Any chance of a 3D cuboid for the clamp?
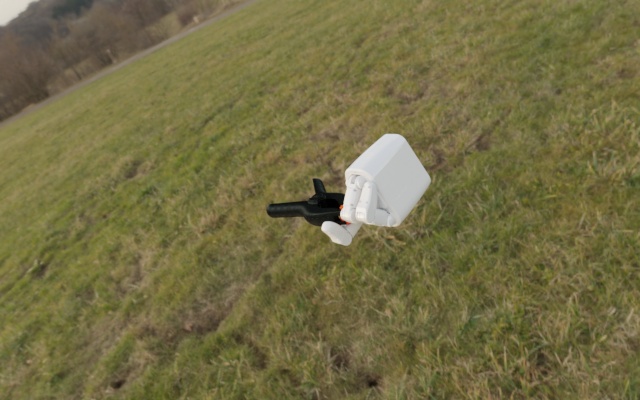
[{"bbox_3d":[0.000,0.002,0.808,0.171,0.039,0.120,13,45,43],"label":"clamp"}]
